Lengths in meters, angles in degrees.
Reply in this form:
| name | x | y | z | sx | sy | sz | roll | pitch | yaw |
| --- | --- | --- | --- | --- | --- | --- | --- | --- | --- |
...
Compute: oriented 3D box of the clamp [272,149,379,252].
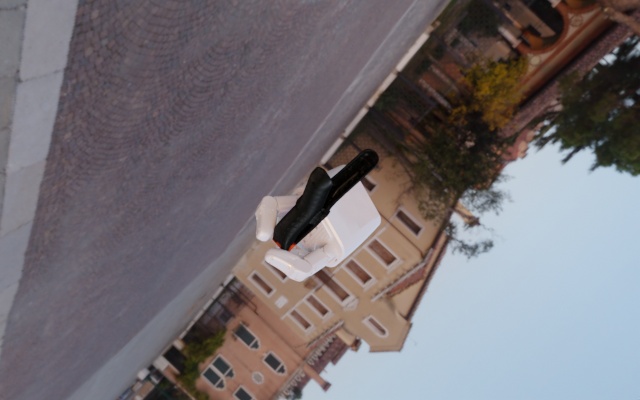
| name | x | y | z | sx | sy | sz | roll | pitch | yaw |
| --- | --- | --- | --- | --- | --- | --- | --- | --- | --- |
| clamp | 0.000 | 0.002 | 0.573 | 0.120 | 0.039 | 0.171 | -21 | -19 | -42 |
